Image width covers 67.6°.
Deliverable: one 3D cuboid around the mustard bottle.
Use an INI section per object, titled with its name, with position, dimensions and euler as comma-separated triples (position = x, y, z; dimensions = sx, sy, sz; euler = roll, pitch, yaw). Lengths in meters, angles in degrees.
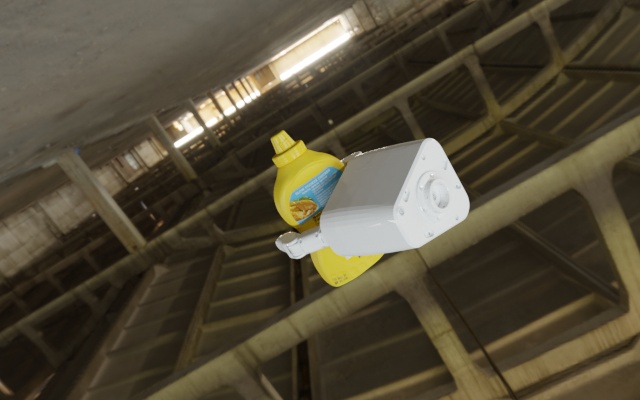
[mustard bottle]
position = 0.000, 0.002, 0.571
dimensions = 0.096, 0.192, 0.058
euler = -36, 16, -11
